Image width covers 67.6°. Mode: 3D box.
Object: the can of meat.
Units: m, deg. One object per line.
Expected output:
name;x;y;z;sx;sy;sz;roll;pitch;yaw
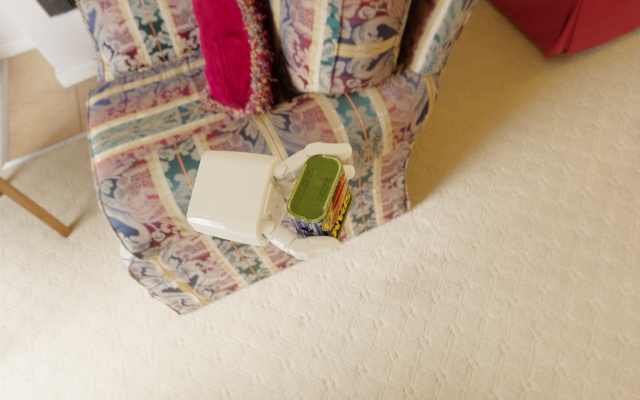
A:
can of meat;0.000;0.002;0.618;0.057;0.102;0.084;13;-26;18
